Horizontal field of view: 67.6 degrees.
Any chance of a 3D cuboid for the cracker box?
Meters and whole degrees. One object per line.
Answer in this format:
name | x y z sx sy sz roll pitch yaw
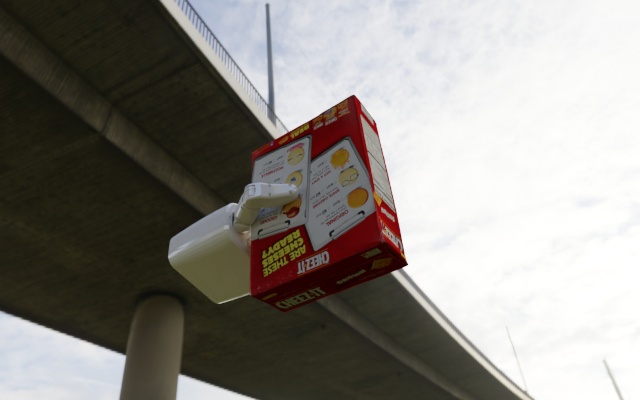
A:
cracker box | 0.000 0.002 0.561 0.164 0.213 0.072 -26 -41 24
